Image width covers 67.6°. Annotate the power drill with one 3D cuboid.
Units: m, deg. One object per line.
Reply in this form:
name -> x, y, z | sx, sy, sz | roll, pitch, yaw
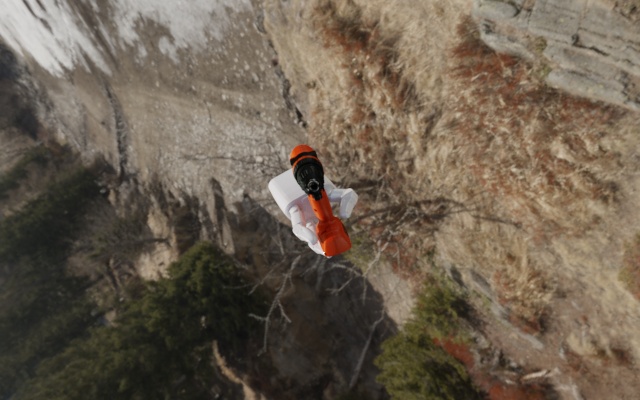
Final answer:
power drill -> 0.000, 0.003, 0.849 | 0.057, 0.188, 0.184 | -19, 23, 1
